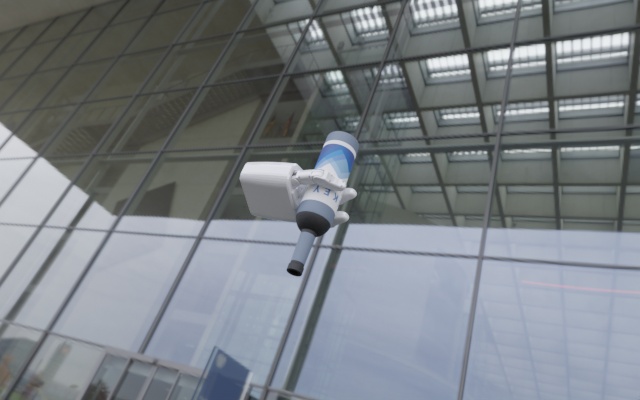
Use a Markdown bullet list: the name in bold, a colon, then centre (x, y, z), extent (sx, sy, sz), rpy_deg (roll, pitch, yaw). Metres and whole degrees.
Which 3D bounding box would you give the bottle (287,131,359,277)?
- **bottle**: centre (0.000, 0.003, 0.873), extent (0.069, 0.295, 0.069), rpy_deg (15, -31, 9)
